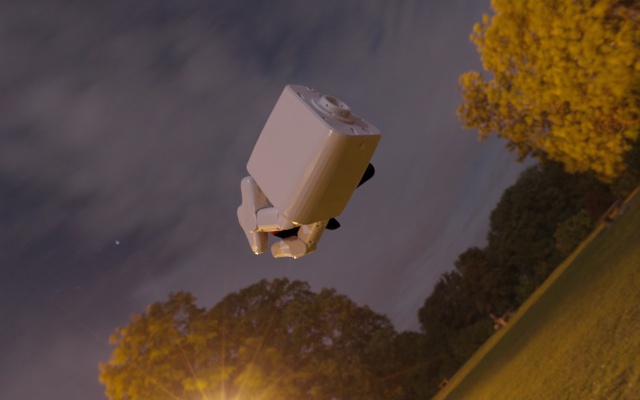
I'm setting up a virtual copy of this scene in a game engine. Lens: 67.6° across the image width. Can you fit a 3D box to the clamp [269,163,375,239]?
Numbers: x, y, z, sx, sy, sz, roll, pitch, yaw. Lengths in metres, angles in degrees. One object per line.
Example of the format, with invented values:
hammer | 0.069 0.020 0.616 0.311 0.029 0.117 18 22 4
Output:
clamp | 0.000 0.002 0.603 0.039 0.120 0.171 40 27 23
